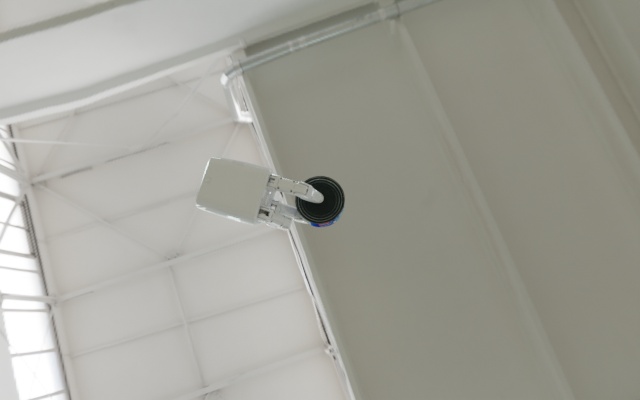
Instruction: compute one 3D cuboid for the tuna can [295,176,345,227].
[{"bbox_3d":[0.000,0.003,0.831,0.086,0.086,0.034,0,-16,4],"label":"tuna can"}]
